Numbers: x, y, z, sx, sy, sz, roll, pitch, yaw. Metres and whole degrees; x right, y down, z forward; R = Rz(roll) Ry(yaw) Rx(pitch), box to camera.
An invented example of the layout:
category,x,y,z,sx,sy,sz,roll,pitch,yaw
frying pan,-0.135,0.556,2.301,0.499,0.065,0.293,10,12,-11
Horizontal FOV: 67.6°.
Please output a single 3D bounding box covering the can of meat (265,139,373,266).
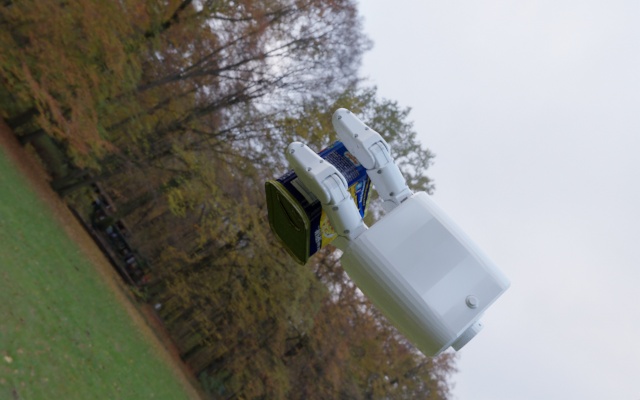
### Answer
category,x,y,z,sx,sy,sz,roll,pitch,yaw
can of meat,0.000,0.001,0.446,0.084,0.057,0.102,-34,-25,-21
